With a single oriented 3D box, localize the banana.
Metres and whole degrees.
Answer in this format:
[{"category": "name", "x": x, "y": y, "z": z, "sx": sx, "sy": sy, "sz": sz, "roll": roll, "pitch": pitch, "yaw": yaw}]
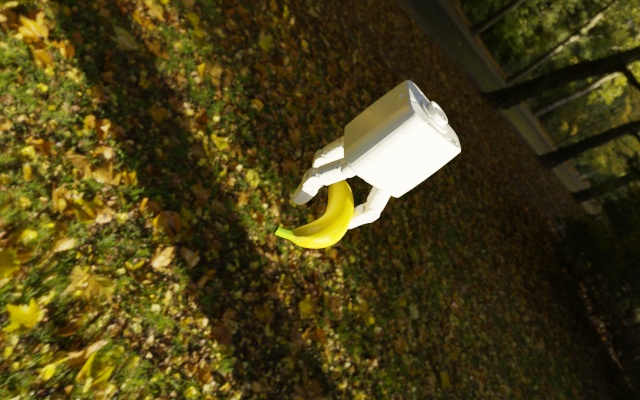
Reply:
[{"category": "banana", "x": 0.011, "y": 0.017, "z": 0.655, "sx": 0.037, "sy": 0.069, "sz": 0.197, "roll": -43, "pitch": 0, "yaw": 32}]
